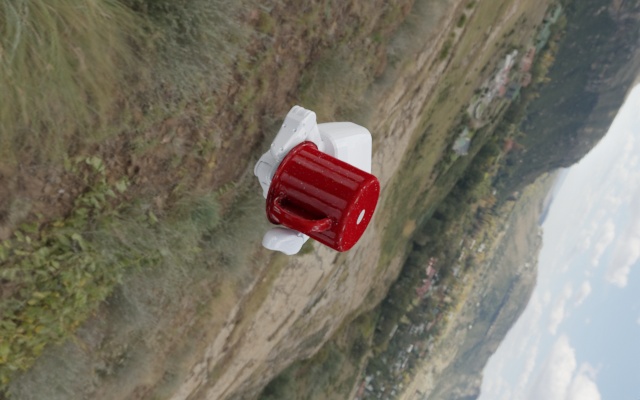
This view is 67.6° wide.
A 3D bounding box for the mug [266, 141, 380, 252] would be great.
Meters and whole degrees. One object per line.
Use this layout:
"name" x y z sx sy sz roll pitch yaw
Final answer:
"mug" 0.000 0.002 0.460 0.081 0.093 0.117 26 25 21
